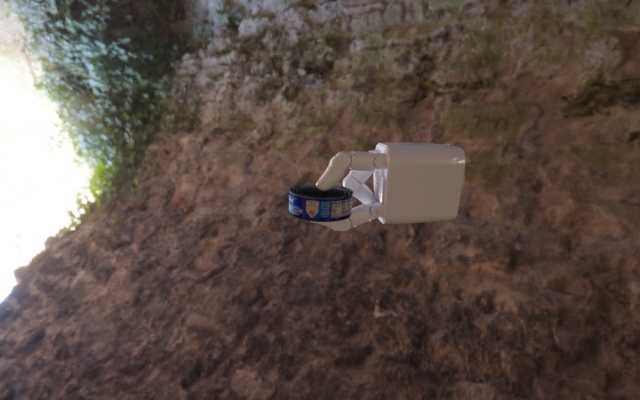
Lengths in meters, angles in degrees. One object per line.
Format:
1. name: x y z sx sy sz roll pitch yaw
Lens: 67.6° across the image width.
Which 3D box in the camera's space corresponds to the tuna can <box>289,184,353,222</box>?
1. tuna can: 0.000 0.003 0.639 0.086 0.034 0.086 2 13 -1
